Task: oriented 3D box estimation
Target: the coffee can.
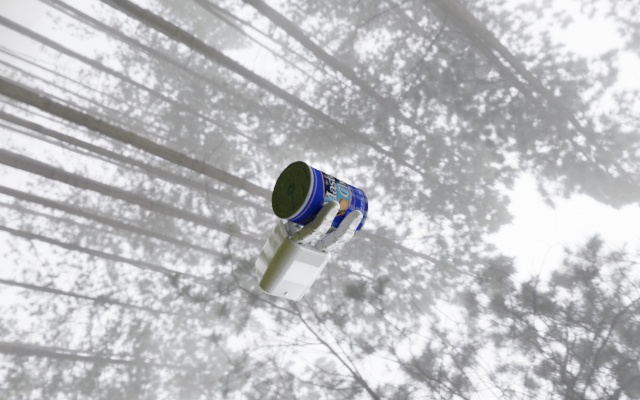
[{"bbox_3d":[0.000,0.003,0.838,0.140,0.102,0.103,23,-14,-38],"label":"coffee can"}]
